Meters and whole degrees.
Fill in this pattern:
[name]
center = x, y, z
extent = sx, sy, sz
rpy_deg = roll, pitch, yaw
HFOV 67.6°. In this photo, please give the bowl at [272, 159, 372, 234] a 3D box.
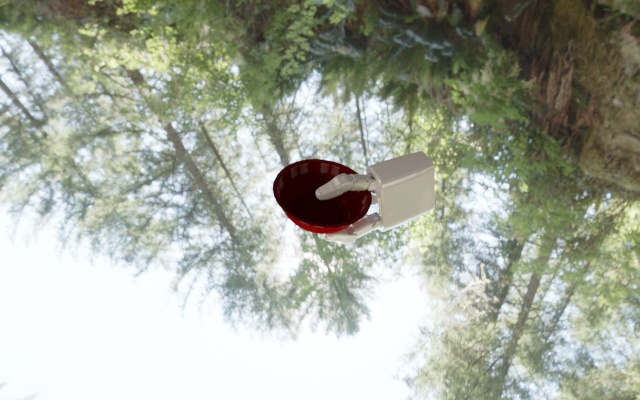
[bowl]
center = -0.001, 0.003, 0.785
extent = 0.162, 0.055, 0.162
rpy_deg = 6, 43, -6
